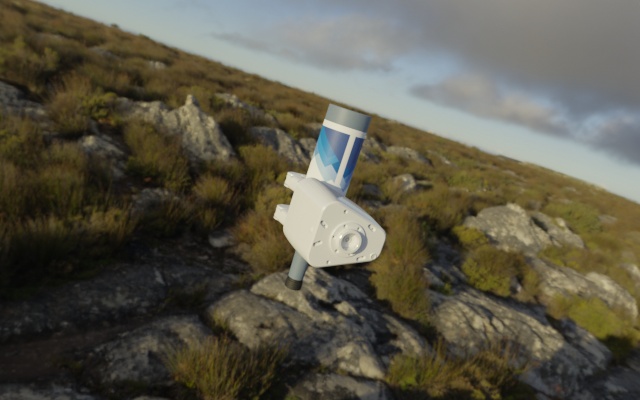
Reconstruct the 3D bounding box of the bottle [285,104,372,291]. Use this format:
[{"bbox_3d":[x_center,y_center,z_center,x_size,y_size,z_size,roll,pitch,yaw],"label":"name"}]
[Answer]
[{"bbox_3d":[0.000,0.002,0.741,0.069,0.296,0.069,18,12,-4],"label":"bottle"}]
